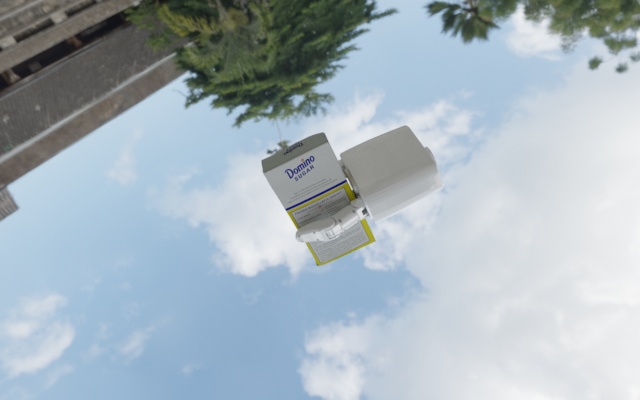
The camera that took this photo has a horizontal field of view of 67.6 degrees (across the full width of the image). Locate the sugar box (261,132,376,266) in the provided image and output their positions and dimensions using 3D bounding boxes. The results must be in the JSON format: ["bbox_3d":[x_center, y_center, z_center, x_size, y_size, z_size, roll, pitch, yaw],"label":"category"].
[{"bbox_3d":[0.000,0.002,0.649,0.093,0.176,0.048,-25,30,3],"label":"sugar box"}]
